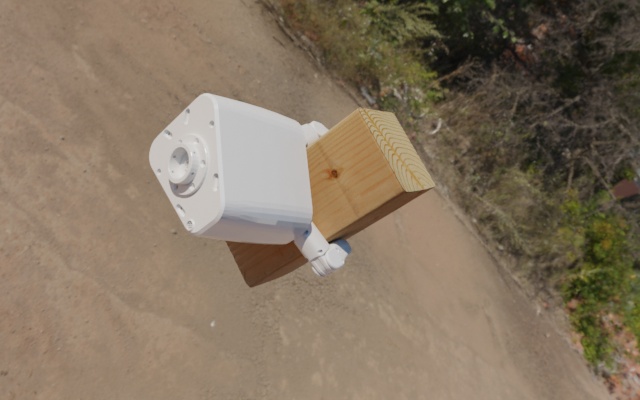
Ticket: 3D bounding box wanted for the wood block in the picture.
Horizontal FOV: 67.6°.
[{"bbox_3d":[0.000,0.002,0.502,0.206,0.091,0.090,-34,-12,29],"label":"wood block"}]
